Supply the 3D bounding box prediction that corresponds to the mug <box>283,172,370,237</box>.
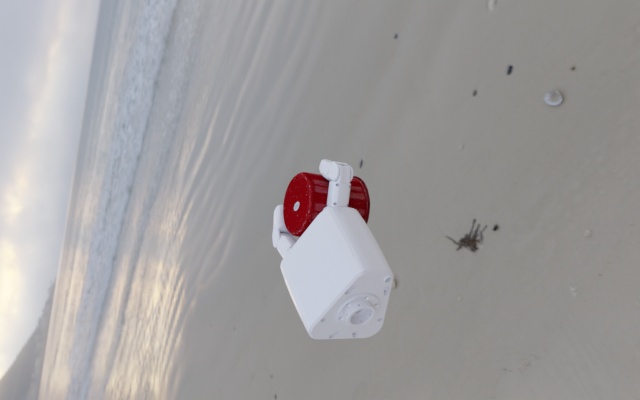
[{"bbox_3d":[-0.001,0.001,0.621,0.081,0.093,0.117,8,31,-28],"label":"mug"}]
